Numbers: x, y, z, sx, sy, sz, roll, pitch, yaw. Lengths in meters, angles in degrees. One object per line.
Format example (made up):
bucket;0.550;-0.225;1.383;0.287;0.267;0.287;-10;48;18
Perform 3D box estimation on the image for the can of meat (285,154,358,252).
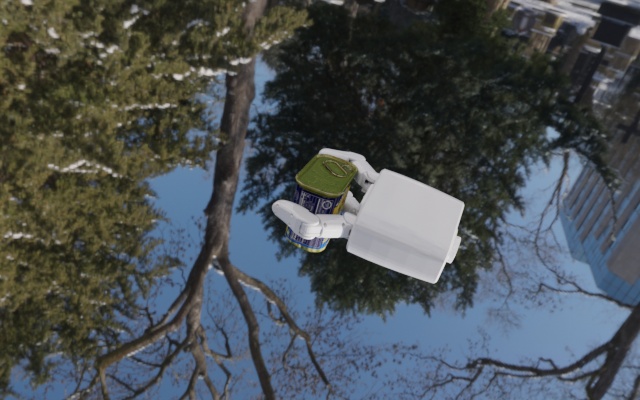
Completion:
can of meat;0.000;0.002;0.580;0.057;0.084;0.102;20;29;9
